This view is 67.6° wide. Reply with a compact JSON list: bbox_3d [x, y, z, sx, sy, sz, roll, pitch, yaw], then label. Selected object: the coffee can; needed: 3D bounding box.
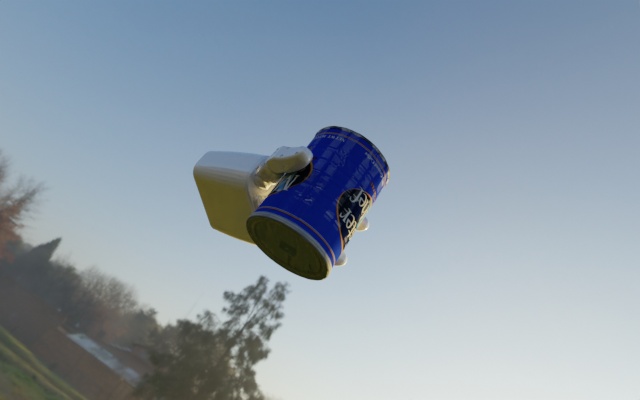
[{"bbox_3d":[0.000,0.002,0.528,0.103,0.140,0.103,26,-30,17],"label":"coffee can"}]
